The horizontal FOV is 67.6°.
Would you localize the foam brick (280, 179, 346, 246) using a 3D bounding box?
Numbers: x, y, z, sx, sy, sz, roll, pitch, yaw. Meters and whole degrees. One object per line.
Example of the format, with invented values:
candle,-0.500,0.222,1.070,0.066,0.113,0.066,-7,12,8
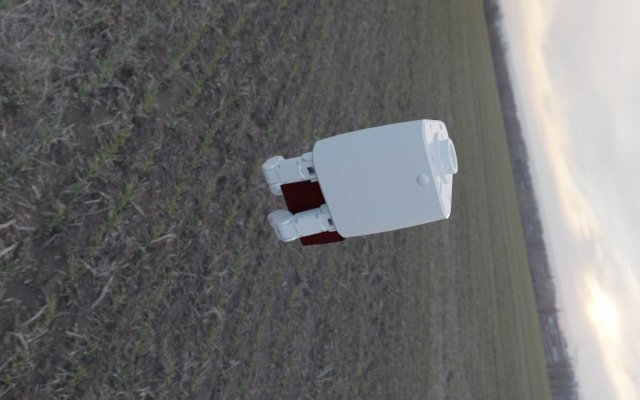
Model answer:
foam brick,0.000,0.002,0.509,0.051,0.078,0.053,-9,21,28
